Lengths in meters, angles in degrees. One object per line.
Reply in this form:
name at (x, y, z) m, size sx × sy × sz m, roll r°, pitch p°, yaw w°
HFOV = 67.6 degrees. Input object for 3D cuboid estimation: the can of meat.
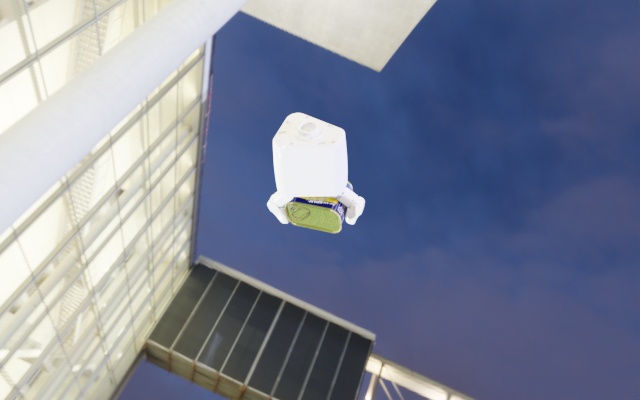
can of meat at (0.000, 0.003, 0.850) m, size 0.102 × 0.057 × 0.084 m, roll 11°, pitch 47°, yaw 17°
